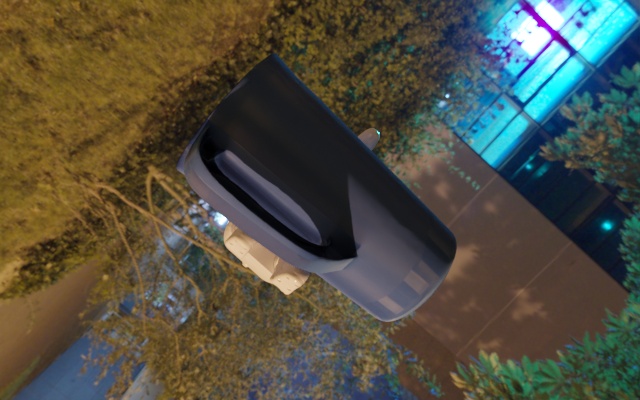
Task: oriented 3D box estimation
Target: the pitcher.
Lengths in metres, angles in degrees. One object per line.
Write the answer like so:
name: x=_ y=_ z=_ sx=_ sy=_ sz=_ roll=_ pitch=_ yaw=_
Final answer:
pitcher: x=0.000 y=0.001 z=0.427 sx=0.243 sy=0.149 sz=0.145 roll=41 pitch=-17 yaw=-7
